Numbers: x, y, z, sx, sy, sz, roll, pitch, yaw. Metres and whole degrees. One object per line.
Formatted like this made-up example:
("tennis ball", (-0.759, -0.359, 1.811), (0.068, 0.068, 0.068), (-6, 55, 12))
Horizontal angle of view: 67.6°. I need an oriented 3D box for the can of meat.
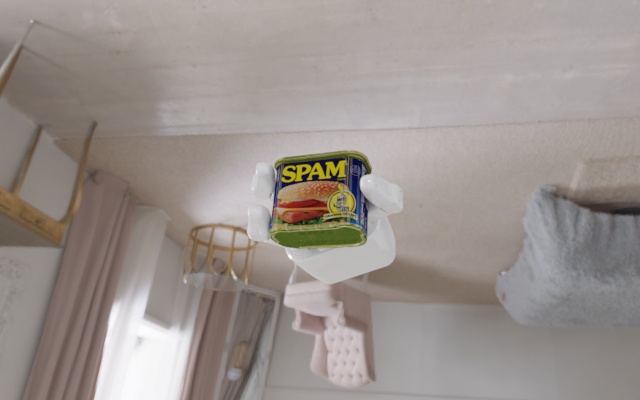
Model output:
("can of meat", (0.000, 0.002, 0.491), (0.102, 0.084, 0.057), (-5, -27, 18))
